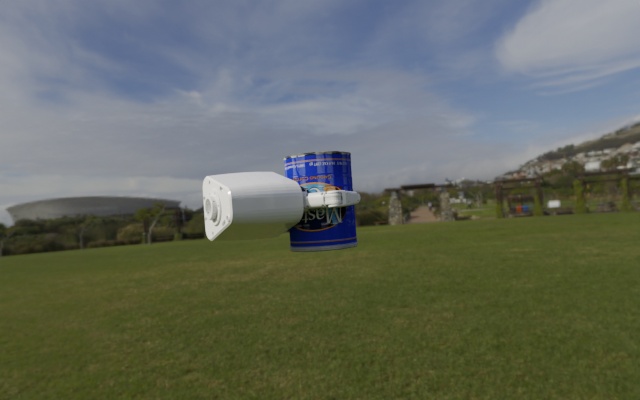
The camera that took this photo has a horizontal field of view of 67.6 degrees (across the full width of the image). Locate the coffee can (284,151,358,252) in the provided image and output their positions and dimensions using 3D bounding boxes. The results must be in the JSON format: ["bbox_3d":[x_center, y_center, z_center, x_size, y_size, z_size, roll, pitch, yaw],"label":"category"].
[{"bbox_3d":[0.000,0.002,0.720,0.103,0.140,0.103,-4,-1,0],"label":"coffee can"}]
